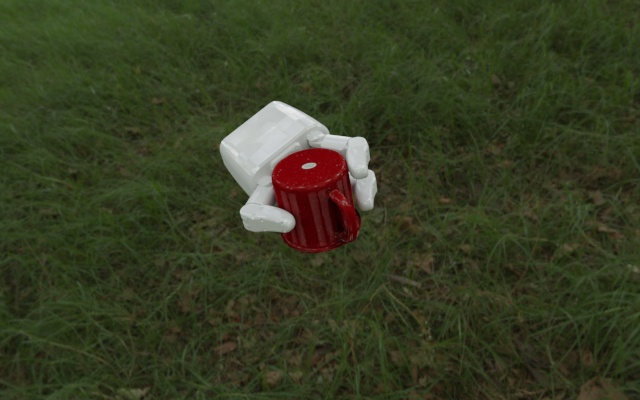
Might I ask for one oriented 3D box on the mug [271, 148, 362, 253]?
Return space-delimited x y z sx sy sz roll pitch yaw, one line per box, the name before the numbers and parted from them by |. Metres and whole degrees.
mug | 0.001 0.002 0.509 0.093 0.082 0.117 -27 39 -20
